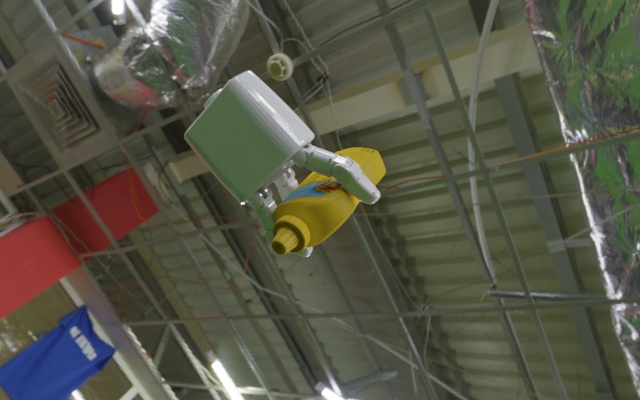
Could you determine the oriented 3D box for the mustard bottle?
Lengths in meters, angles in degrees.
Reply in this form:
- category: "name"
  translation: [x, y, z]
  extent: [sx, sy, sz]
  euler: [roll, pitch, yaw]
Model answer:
- category: "mustard bottle"
  translation: [0.000, 0.002, 0.559]
  extent: [0.096, 0.058, 0.191]
  euler: [-10, 23, 35]
